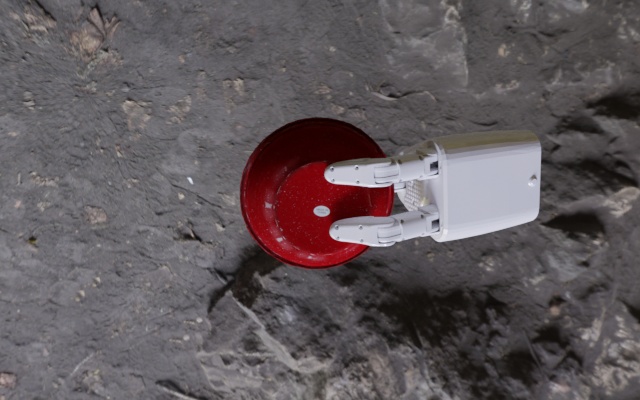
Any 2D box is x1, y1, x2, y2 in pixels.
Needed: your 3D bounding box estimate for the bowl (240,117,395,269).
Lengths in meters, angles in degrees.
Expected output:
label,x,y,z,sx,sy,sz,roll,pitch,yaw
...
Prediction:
label,x,y,z,sx,sy,sz,roll,pitch,yaw
bowl,-0.001,0.002,0.469,0.162,0.162,0.055,0,14,-6
